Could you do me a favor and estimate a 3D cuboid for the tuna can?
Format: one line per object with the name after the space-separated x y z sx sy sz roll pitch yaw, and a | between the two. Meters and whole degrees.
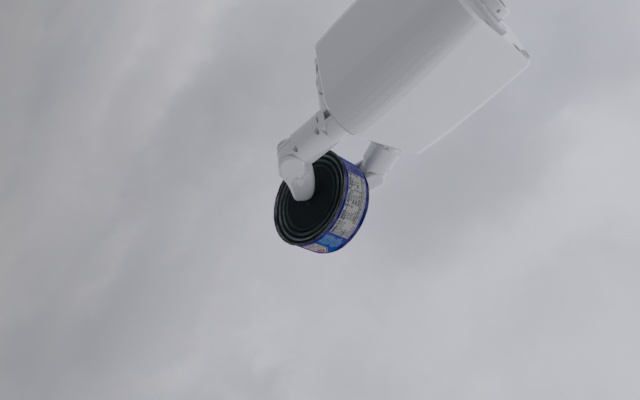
0.000 0.002 0.409 0.034 0.086 0.086 24 -16 -39 | tuna can
